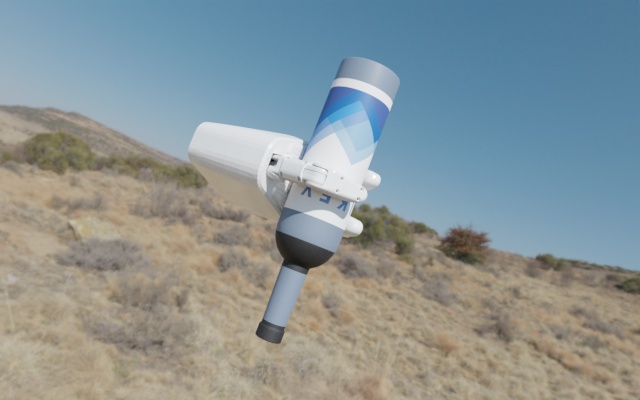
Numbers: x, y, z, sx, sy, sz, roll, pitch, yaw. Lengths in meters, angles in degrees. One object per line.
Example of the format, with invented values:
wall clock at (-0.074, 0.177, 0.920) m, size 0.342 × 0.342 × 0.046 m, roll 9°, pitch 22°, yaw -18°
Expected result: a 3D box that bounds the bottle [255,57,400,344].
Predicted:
bottle at (0.000, 0.001, 0.491) m, size 0.069 × 0.295 × 0.069 m, roll 21°, pitch -6°, yaw 2°
